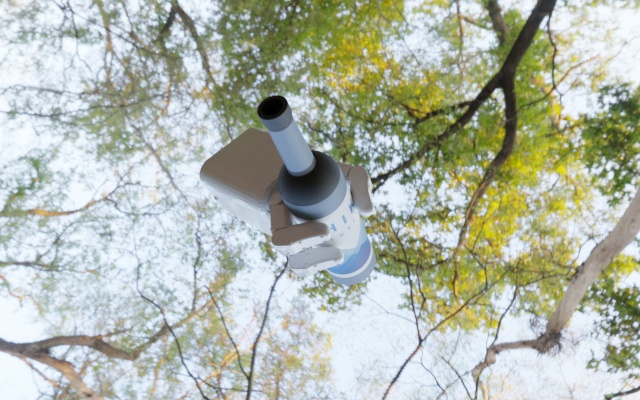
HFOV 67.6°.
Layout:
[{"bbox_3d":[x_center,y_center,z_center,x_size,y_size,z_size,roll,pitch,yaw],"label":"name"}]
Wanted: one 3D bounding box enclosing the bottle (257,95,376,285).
[{"bbox_3d":[0.000,0.002,0.511,0.069,0.069,0.296,0,-32,19],"label":"bottle"}]
